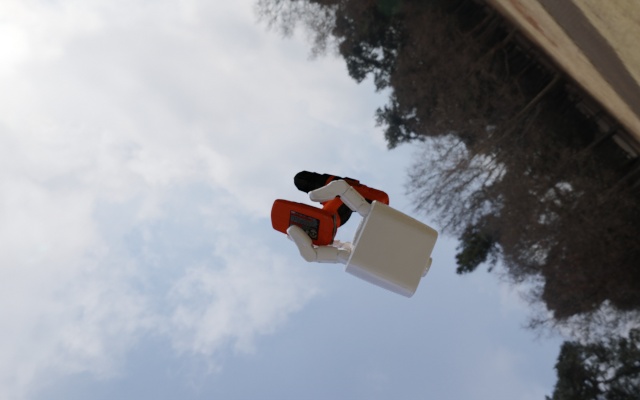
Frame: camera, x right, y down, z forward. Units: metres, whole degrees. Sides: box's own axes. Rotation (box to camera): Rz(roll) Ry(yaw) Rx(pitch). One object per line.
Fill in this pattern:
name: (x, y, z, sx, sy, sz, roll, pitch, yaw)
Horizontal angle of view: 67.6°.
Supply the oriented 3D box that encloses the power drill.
power drill: (0.000, 0.003, 0.787, 0.184, 0.057, 0.187, 16, 26, 25)
